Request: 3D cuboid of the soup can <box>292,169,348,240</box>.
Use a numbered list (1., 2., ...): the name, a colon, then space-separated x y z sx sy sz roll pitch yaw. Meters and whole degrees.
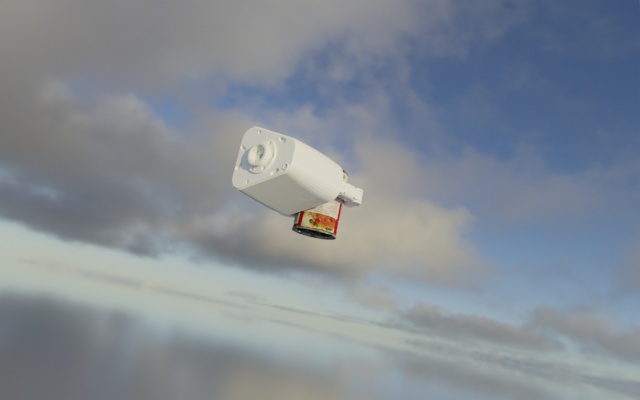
1. soup can: 0.001 0.002 0.727 0.068 0.102 0.068 11 -14 3
